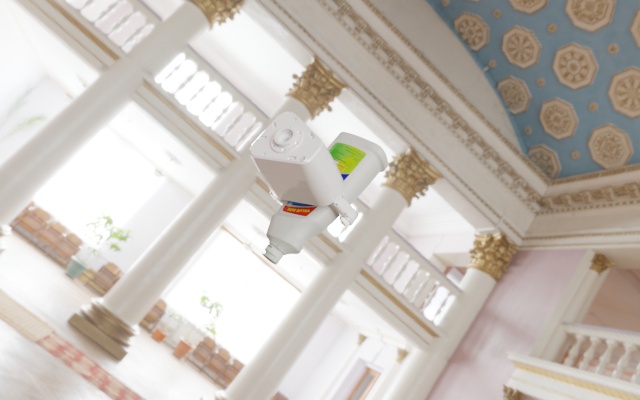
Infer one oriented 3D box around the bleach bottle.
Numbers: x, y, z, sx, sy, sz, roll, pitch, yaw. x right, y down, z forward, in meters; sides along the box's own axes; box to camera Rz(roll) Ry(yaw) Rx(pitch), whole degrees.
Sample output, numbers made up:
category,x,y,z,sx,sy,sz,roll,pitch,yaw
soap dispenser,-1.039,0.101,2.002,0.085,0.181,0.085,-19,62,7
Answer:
category,x,y,z,sx,sy,sz,roll,pitch,yaw
bleach bottle,0.000,0.003,0.784,0.102,0.250,0.068,28,-20,33
